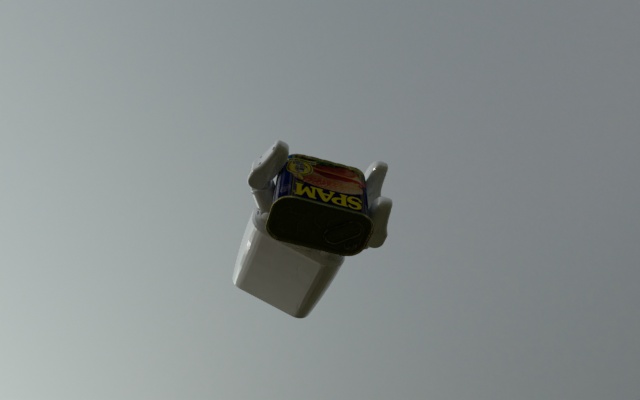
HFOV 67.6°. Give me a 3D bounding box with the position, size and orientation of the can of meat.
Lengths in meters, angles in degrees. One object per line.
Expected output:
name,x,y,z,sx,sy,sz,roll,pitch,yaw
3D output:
can of meat,0.000,0.001,0.493,0.102,0.057,0.084,14,37,-10
